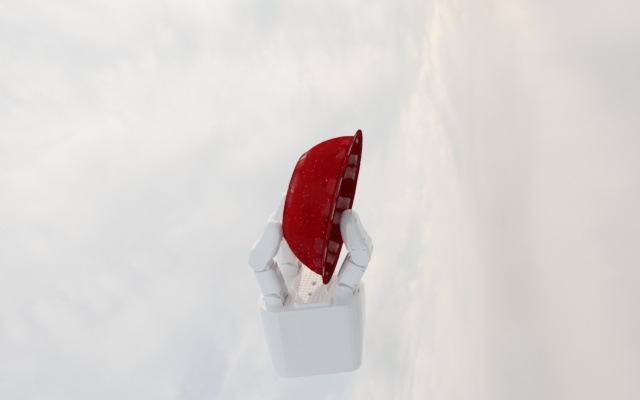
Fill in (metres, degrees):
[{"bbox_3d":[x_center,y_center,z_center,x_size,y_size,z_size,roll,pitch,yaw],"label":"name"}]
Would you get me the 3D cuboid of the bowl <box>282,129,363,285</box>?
[{"bbox_3d":[0.000,0.000,0.491,0.055,0.162,0.162,13,2,9],"label":"bowl"}]
